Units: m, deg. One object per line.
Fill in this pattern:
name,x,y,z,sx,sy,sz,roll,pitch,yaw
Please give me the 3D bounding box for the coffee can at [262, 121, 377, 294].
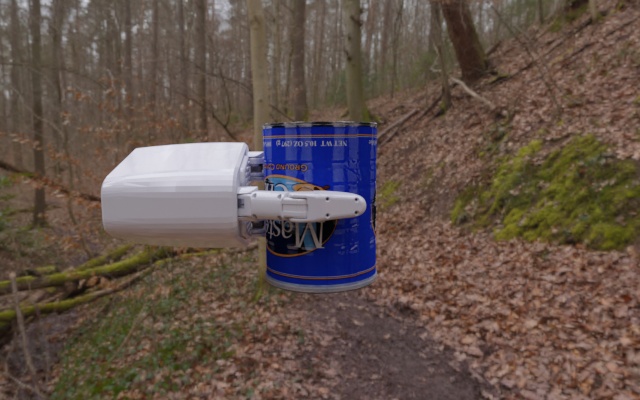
coffee can,0.000,0.002,0.433,0.103,0.140,0.103,0,7,0
